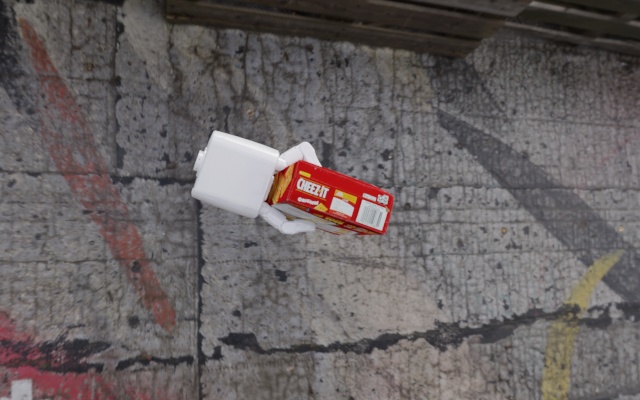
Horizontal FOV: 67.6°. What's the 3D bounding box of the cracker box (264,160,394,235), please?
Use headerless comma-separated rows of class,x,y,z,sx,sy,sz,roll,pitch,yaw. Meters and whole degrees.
cracker box,0.000,0.003,0.794,0.164,0.072,0.214,19,-9,-16
